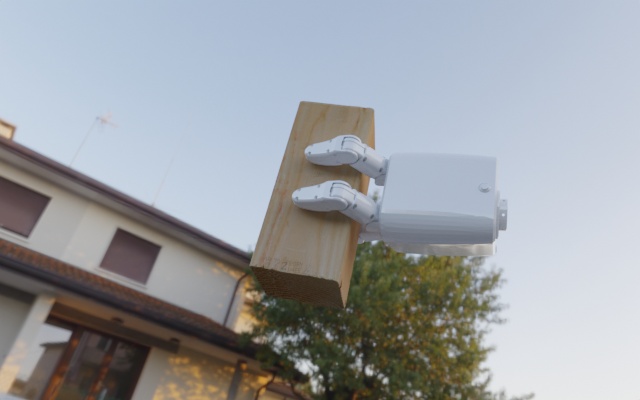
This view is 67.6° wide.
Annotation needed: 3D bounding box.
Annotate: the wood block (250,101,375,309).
[{"bbox_3d":[0.001,0.002,0.528,0.090,0.206,0.091,8,-29,12],"label":"wood block"}]
